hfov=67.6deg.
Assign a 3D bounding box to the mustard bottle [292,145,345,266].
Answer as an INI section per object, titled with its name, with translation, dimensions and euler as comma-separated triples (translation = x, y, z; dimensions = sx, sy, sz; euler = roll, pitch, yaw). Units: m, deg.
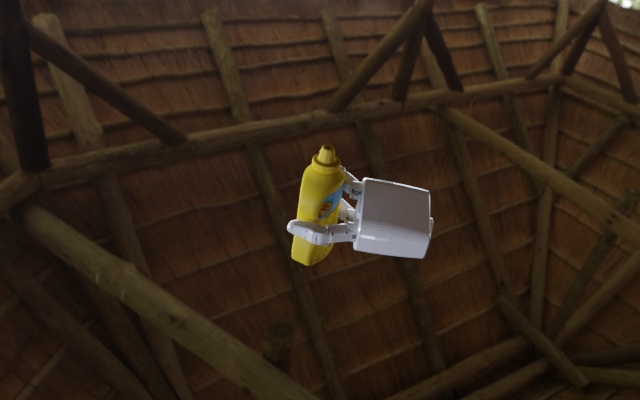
[mustard bottle]
translation = 0.000, 0.003, 0.732
dimensions = 0.058, 0.192, 0.096
euler = 24, 38, 20
